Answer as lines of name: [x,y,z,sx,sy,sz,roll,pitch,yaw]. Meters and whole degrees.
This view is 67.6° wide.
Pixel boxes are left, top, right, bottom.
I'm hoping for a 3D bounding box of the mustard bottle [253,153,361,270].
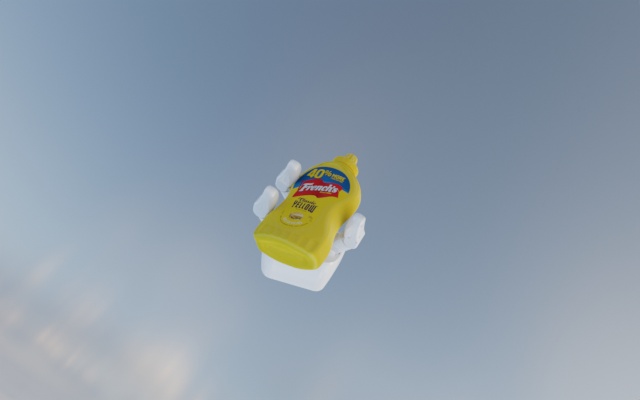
mustard bottle: [0.000,0.002,0.643,0.096,0.058,0.191,14,50,28]
